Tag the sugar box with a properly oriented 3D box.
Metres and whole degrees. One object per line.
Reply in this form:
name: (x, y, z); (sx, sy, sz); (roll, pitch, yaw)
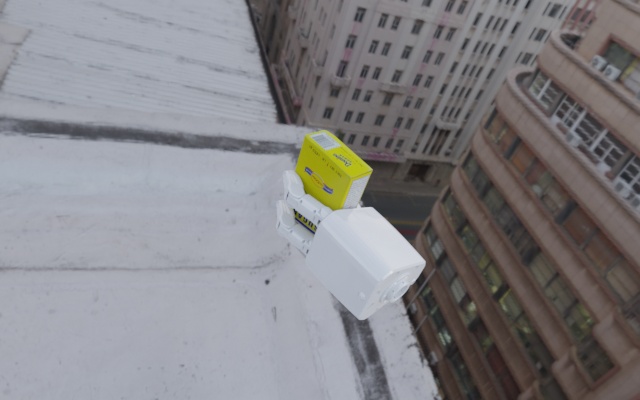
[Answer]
sugar box: (0.000, 0.002, 0.648); (0.048, 0.176, 0.093); (-20, 53, -39)
